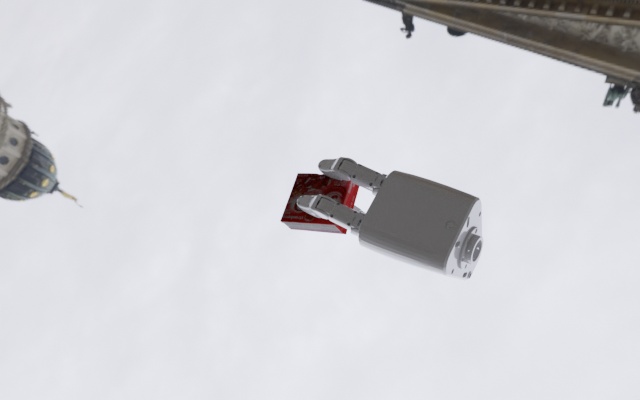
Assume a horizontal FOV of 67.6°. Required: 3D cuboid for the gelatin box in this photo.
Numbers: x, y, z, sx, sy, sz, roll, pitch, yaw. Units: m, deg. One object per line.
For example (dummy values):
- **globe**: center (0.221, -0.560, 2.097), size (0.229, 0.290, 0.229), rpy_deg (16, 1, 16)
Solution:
- **gelatin box**: center (0.000, 0.002, 0.612), size (0.089, 0.073, 0.030), rpy_deg (2, -27, 35)
